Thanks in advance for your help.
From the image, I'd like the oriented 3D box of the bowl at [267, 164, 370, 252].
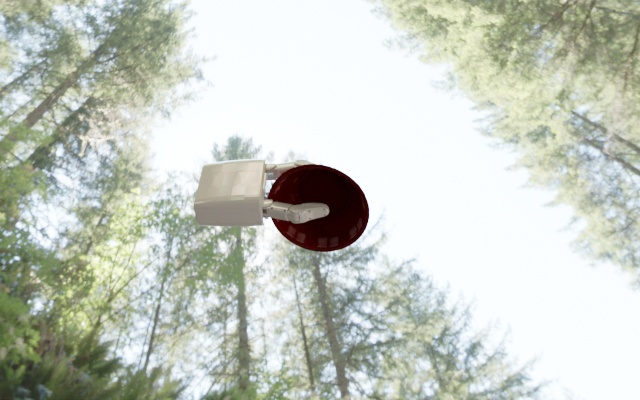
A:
[{"bbox_3d":[0.001,0.003,0.762,0.162,0.162,0.055,0,31,12],"label":"bowl"}]
